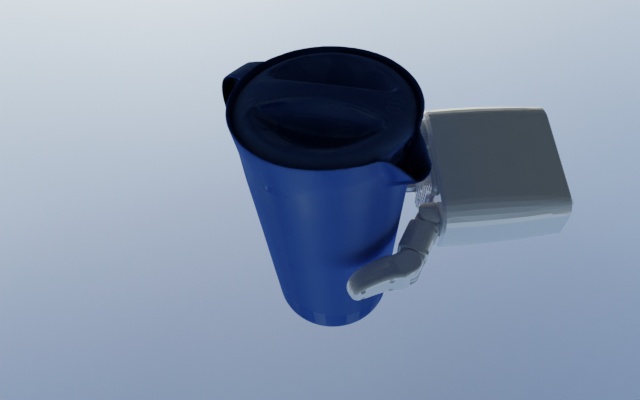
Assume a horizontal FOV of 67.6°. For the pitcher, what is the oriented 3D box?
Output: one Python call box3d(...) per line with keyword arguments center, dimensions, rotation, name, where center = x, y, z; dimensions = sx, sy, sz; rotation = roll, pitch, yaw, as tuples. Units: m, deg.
box3d(center=(0.000, 0.001, 0.411), dimensions=(0.145, 0.149, 0.243), rotation=(-5, -41, -2), name="pitcher")
